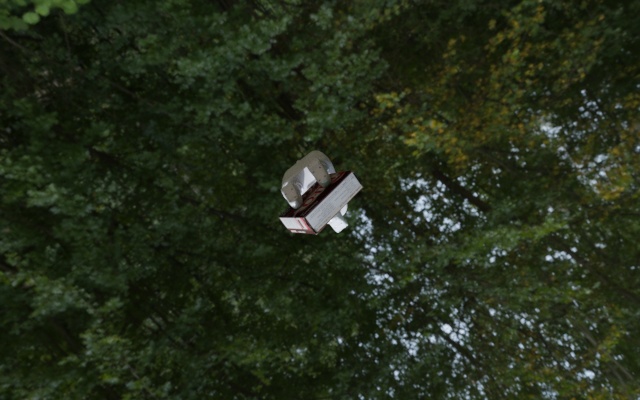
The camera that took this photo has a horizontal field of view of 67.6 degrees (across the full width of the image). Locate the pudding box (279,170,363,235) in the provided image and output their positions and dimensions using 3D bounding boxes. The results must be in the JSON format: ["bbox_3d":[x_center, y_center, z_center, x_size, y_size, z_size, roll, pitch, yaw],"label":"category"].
[{"bbox_3d":[0.000,0.003,0.742,0.113,0.039,0.090,-46,18,-22],"label":"pudding box"}]
